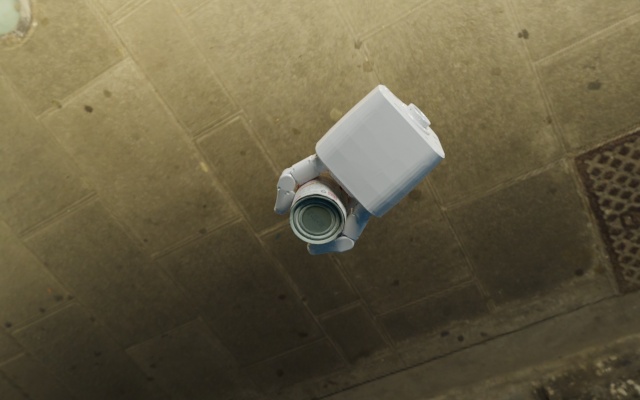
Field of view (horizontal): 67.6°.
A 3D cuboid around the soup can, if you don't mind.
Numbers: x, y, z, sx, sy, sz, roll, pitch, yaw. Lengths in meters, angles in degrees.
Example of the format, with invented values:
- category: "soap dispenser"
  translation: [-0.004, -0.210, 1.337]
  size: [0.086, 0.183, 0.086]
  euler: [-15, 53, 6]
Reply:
- category: "soup can"
  translation: [0.000, 0.002, 0.599]
  size: [0.068, 0.068, 0.102]
  euler: [0, 26, 6]
